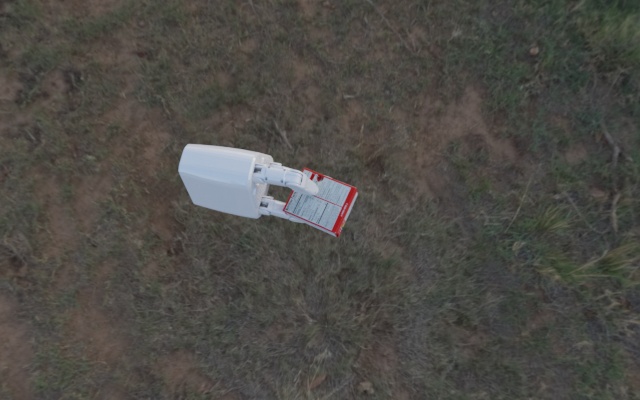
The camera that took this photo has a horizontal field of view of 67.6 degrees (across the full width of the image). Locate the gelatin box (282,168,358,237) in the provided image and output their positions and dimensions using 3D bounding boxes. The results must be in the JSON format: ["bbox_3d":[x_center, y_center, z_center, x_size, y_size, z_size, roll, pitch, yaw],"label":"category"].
[{"bbox_3d":[0.000,0.002,0.696,0.089,0.073,0.030,22,-11,15],"label":"gelatin box"}]
